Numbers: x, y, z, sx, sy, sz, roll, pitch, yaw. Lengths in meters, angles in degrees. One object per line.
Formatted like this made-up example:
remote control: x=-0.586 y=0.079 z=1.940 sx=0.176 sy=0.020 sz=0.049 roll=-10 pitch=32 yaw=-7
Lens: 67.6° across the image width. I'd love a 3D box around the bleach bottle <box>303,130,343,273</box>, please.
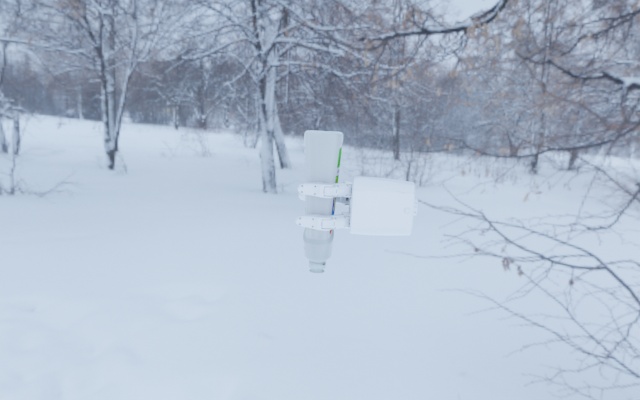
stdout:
bleach bottle: x=0.000 y=0.003 z=0.853 sx=0.068 sy=0.251 sz=0.102 roll=3 pitch=9 yaw=4
